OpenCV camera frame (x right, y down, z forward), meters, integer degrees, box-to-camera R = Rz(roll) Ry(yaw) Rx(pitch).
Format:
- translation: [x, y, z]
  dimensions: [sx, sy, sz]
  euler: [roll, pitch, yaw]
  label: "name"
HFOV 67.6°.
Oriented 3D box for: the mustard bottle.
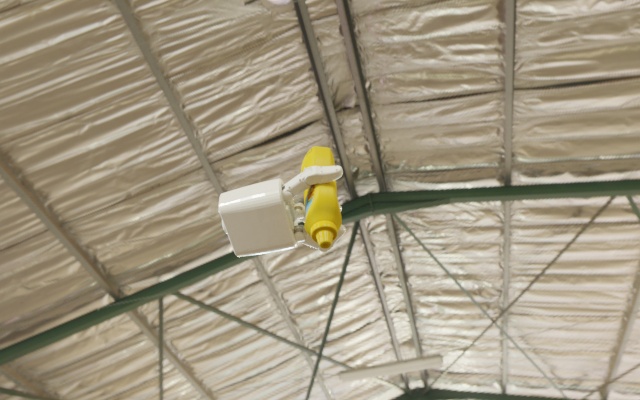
- translation: [0.000, 0.002, 0.783]
  dimensions: [0.058, 0.096, 0.191]
  euler: [6, 41, -10]
  label: "mustard bottle"
